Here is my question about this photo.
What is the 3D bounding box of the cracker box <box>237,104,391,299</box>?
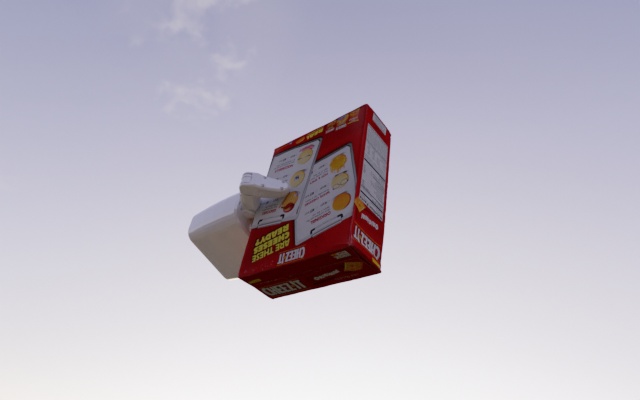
[{"bbox_3d":[0.000,0.002,0.592,0.164,0.213,0.072,-21,-47,34],"label":"cracker box"}]
